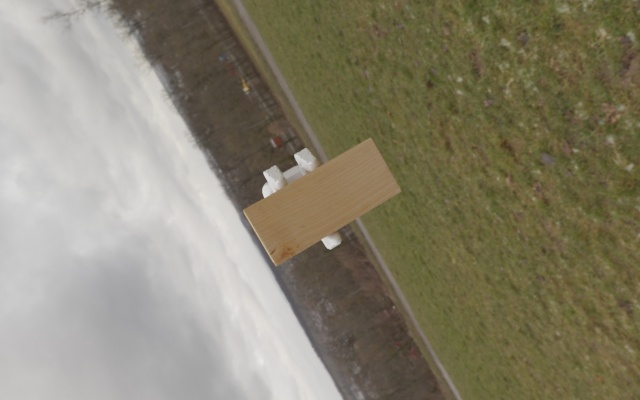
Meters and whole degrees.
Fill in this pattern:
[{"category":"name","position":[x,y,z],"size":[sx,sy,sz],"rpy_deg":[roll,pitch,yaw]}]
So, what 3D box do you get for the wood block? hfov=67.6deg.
[{"category":"wood block","position":[0.000,0.003,0.699],"size":[0.206,0.091,0.090],"rpy_deg":[-31,1,-9]}]
